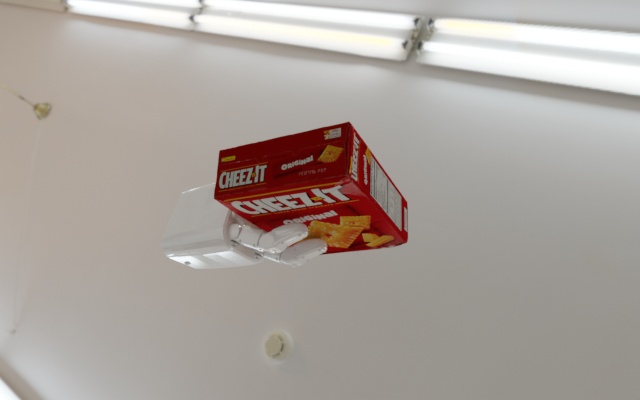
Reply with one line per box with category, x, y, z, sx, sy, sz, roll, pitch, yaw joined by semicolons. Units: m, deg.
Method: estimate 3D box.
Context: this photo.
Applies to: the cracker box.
cracker box;0.000;0.002;0.586;0.164;0.072;0.214;-9;-27;23
